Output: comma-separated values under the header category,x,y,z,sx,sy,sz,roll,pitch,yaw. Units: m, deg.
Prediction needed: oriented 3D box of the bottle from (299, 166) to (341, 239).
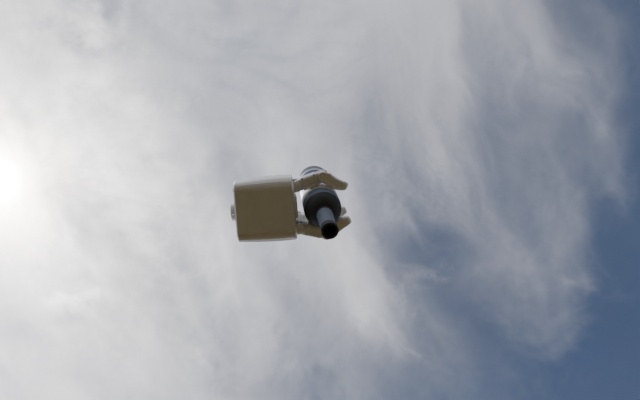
category,x,y,z,sx,sy,sz,roll,pitch,yaw
bottle,0.000,0.003,0.870,0.069,0.069,0.295,0,18,-6
